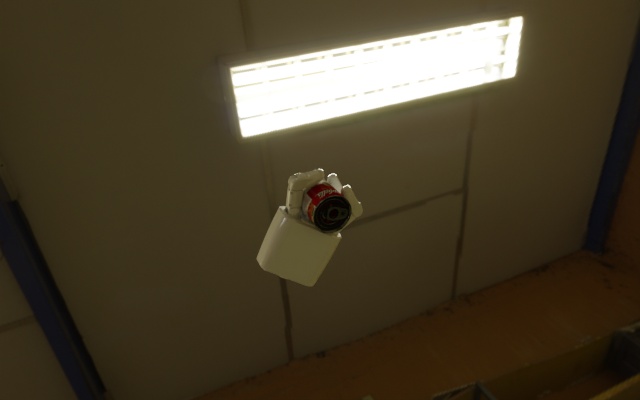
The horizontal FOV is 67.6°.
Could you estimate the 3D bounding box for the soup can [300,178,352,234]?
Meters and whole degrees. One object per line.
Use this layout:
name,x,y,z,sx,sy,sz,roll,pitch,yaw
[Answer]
soup can,0.000,0.002,0.807,0.068,0.068,0.102,0,24,-25
